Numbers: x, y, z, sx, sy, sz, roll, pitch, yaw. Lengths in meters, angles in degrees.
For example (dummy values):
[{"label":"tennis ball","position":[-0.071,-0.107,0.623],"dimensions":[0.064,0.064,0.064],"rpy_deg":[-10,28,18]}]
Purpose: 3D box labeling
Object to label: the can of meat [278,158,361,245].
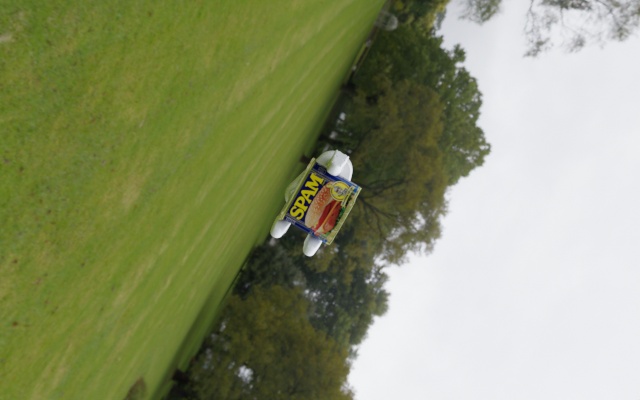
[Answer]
[{"label":"can of meat","position":[0.000,0.002,0.699],"dimensions":[0.084,0.102,0.057],"rpy_deg":[30,6,-1]}]
